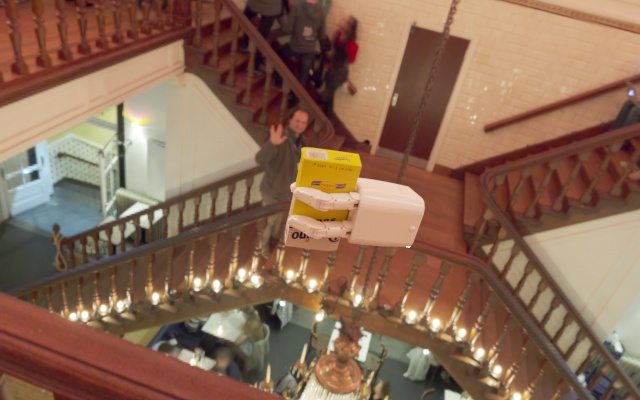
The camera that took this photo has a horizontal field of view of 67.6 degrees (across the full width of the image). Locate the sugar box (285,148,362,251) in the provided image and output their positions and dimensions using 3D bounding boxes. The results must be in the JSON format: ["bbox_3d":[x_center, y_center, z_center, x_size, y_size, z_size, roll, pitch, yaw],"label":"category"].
[{"bbox_3d":[0.000,0.003,0.781,0.093,0.176,0.048,7,32,-9],"label":"sugar box"}]
